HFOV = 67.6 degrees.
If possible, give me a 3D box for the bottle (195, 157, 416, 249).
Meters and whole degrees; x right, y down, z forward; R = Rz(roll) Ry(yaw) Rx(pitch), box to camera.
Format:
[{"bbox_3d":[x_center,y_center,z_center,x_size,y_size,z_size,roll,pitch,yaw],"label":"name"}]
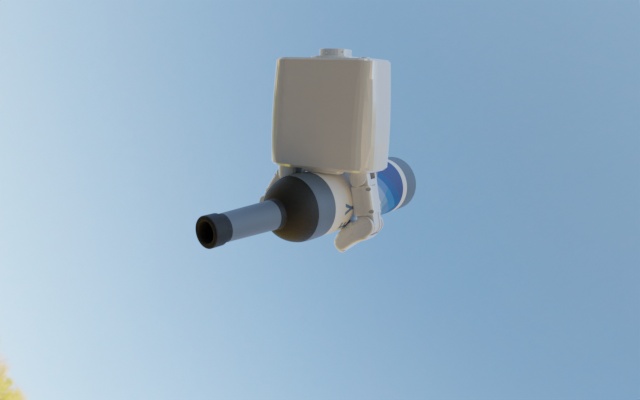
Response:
[{"bbox_3d":[0.000,0.002,0.490,0.069,0.069,0.295,0,9,39],"label":"bottle"}]
